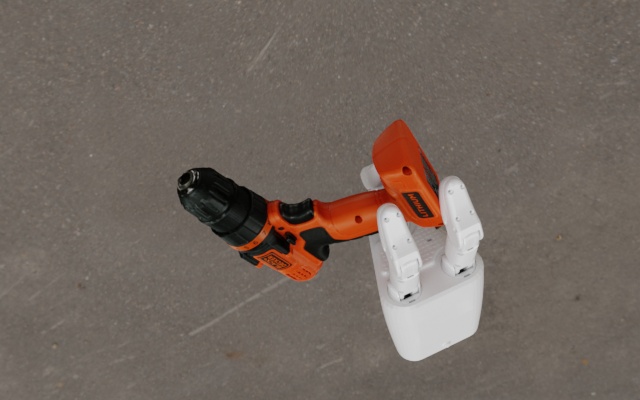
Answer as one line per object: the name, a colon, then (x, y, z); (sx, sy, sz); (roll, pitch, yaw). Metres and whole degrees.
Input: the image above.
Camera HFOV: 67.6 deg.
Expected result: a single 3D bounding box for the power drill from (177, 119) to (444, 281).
power drill: (0.001, 0.001, 0.409); (0.188, 0.057, 0.184); (-20, -35, 23)
